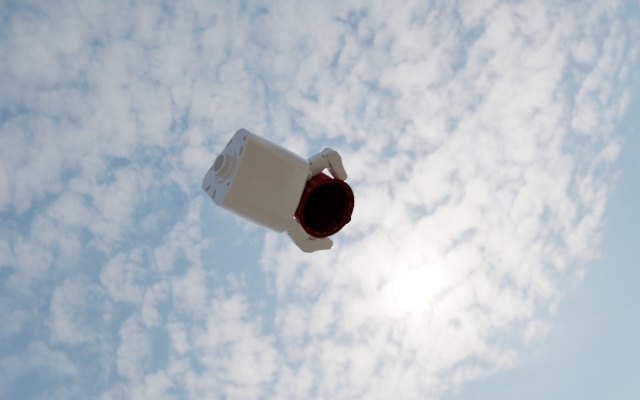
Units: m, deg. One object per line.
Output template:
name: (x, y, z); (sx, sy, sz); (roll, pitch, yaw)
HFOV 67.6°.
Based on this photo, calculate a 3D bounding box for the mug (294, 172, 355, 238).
mug: (0.001, 0.003, 0.729); (0.117, 0.093, 0.081); (28, 5, -37)
